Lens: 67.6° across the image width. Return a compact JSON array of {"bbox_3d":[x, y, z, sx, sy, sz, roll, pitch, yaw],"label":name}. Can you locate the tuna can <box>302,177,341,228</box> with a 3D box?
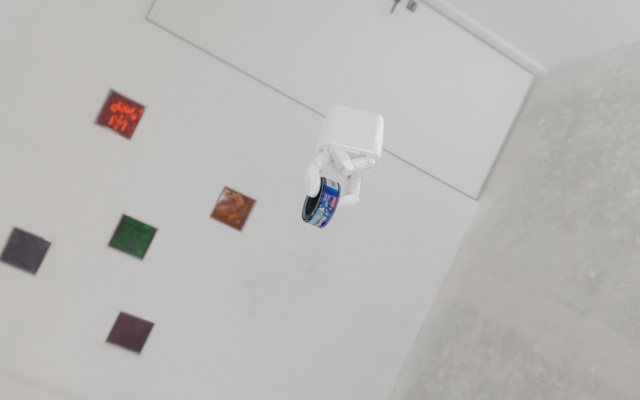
[{"bbox_3d":[0.000,0.003,0.826,0.034,0.086,0.086,22,-7,-17],"label":"tuna can"}]
